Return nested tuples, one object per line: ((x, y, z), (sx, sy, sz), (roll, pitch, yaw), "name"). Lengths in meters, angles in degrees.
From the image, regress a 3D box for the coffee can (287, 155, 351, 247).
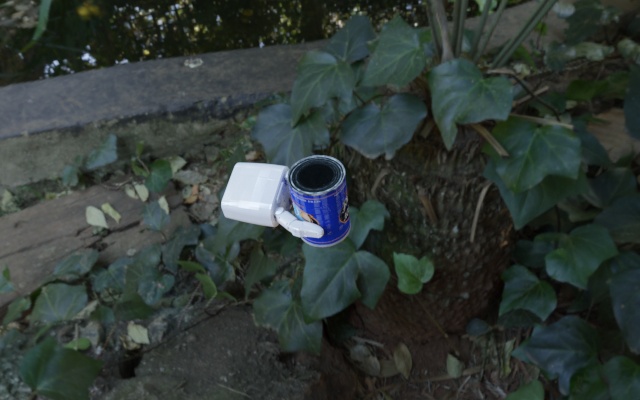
((0.000, 0.003, 0.877), (0.103, 0.102, 0.140), (0, -44, 9), "coffee can")
